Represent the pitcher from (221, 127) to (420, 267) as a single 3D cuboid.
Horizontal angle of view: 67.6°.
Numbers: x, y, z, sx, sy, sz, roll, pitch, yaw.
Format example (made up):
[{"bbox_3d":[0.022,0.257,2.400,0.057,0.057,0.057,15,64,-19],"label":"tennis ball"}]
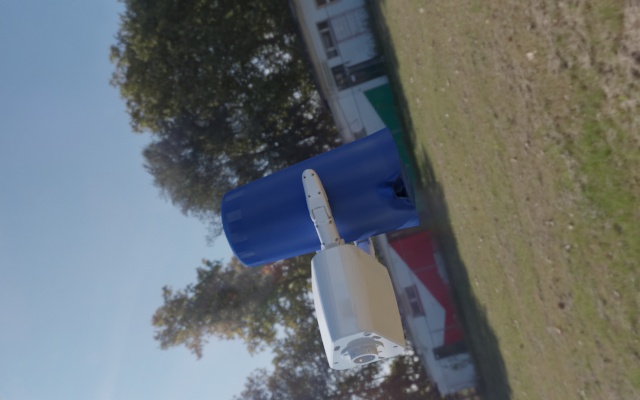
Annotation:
[{"bbox_3d":[0.000,0.002,0.640,0.243,0.145,0.149,-18,-34,7],"label":"pitcher"}]
